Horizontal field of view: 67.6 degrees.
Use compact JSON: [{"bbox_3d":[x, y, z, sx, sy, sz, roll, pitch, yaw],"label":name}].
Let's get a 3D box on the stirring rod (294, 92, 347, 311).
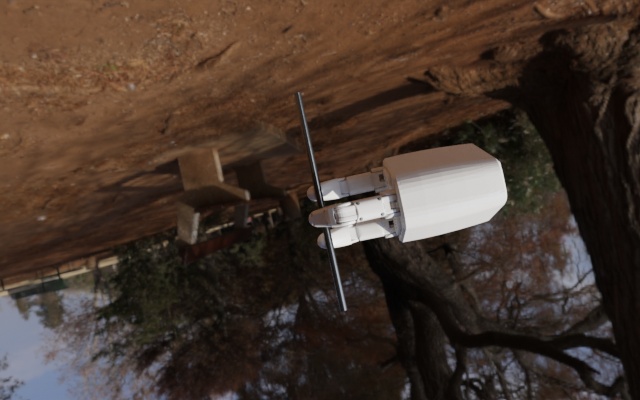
[{"bbox_3d":[0.000,0.002,0.518,0.011,0.239,0.011,-12,1,0],"label":"stirring rod"}]
